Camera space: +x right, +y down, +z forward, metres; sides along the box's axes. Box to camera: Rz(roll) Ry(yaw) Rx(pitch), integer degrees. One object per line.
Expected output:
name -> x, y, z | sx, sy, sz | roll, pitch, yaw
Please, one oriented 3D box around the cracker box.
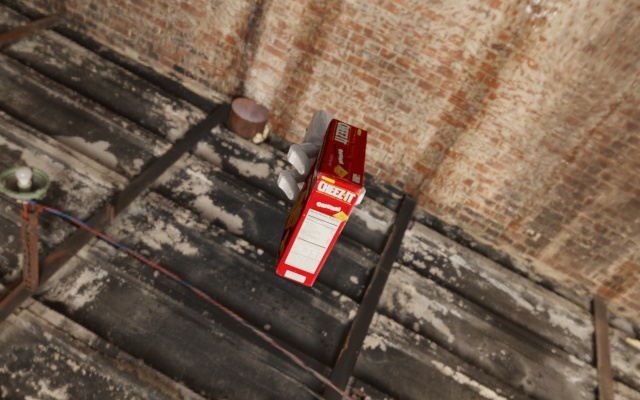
cracker box -> 0.000, 0.003, 0.758 | 0.072, 0.214, 0.164 | 20, 37, -7
